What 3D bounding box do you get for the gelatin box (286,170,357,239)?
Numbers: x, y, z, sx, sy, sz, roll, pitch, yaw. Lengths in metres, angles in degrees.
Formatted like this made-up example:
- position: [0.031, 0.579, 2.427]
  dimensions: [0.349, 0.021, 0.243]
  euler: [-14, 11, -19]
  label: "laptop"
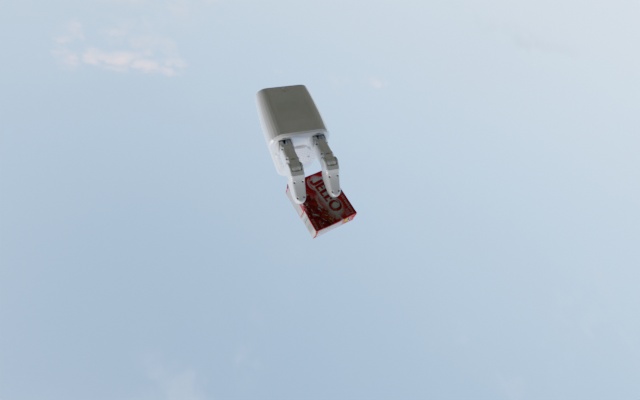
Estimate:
- position: [0.000, 0.003, 0.719]
  dimensions: [0.073, 0.089, 0.030]
  euler: [-23, -20, -24]
  label: "gelatin box"
